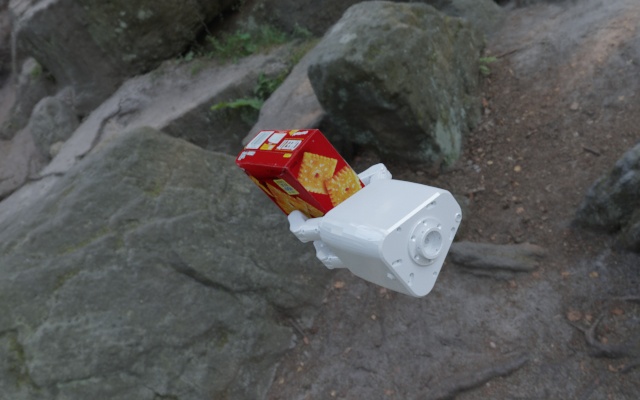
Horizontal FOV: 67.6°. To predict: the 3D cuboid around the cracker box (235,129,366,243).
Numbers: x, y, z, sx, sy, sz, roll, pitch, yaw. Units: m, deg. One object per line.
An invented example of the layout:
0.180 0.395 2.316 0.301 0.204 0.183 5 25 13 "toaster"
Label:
0.000 0.002 0.646 0.214 0.072 0.164 48 -18 -27 "cracker box"
